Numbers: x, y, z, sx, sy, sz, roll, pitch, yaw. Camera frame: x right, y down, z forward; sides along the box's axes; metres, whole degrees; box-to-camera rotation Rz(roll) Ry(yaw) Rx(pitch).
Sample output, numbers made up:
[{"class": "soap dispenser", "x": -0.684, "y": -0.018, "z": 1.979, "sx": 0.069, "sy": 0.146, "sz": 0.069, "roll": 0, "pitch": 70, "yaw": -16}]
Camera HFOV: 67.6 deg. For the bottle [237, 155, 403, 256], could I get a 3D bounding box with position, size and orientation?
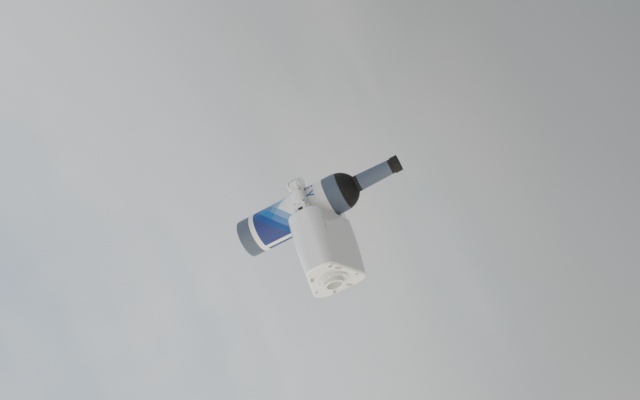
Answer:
[{"class": "bottle", "x": 0.000, "y": 0.003, "z": 0.806, "sx": 0.296, "sy": 0.069, "sz": 0.069, "roll": -27, "pitch": -6, "yaw": 12}]
